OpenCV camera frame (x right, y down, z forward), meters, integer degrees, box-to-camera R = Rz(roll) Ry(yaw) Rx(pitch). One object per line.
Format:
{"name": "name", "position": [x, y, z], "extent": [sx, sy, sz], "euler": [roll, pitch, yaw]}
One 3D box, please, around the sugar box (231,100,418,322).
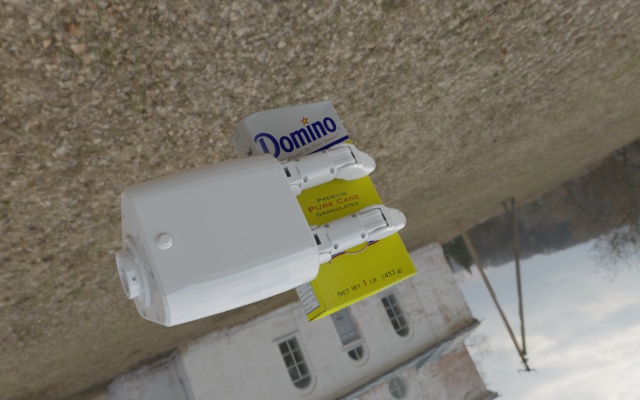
{"name": "sugar box", "position": [0.000, 0.001, 0.406], "extent": [0.093, 0.176, 0.048], "euler": [-17, -16, -29]}
